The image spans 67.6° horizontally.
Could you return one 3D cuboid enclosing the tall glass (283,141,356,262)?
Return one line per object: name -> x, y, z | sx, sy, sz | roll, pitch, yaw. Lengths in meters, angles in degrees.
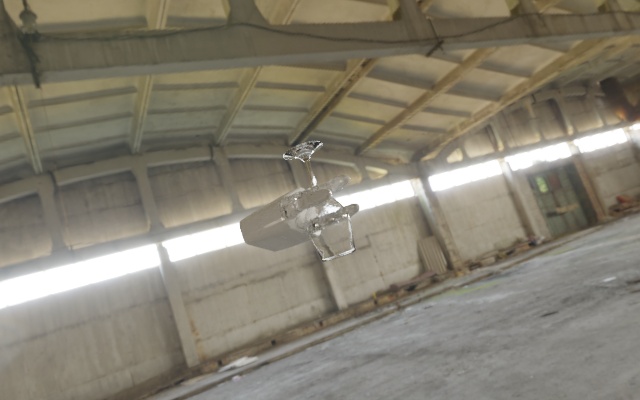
tall glass -> 0.000, 0.002, 0.833 | 0.079, 0.201, 0.079 | -19, -10, -3
